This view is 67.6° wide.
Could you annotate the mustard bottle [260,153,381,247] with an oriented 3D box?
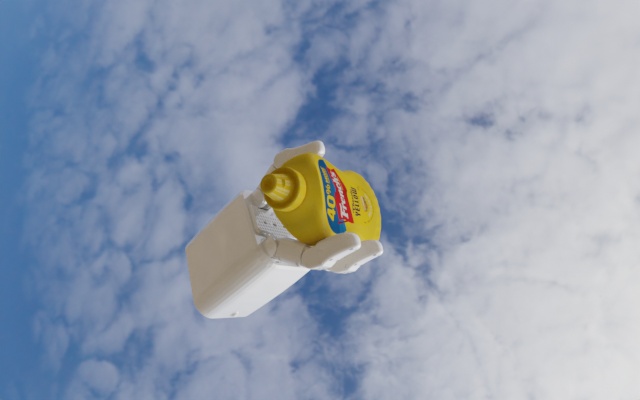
[{"bbox_3d":[0.000,0.002,0.501,0.058,0.096,0.192,-16,-18,27],"label":"mustard bottle"}]
